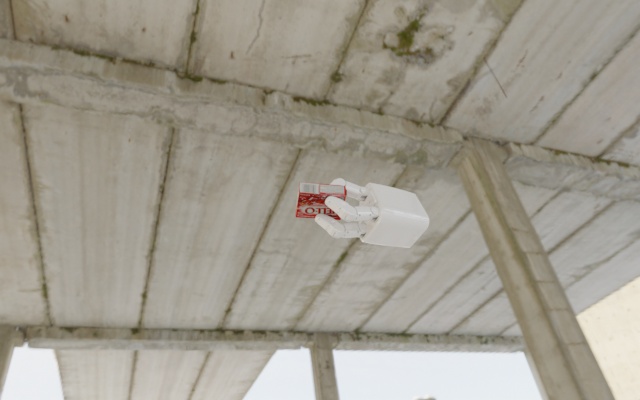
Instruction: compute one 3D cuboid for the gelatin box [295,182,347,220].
[{"bbox_3d":[0.000,0.003,0.897,0.089,0.030,0.073,5,-40,-6],"label":"gelatin box"}]
